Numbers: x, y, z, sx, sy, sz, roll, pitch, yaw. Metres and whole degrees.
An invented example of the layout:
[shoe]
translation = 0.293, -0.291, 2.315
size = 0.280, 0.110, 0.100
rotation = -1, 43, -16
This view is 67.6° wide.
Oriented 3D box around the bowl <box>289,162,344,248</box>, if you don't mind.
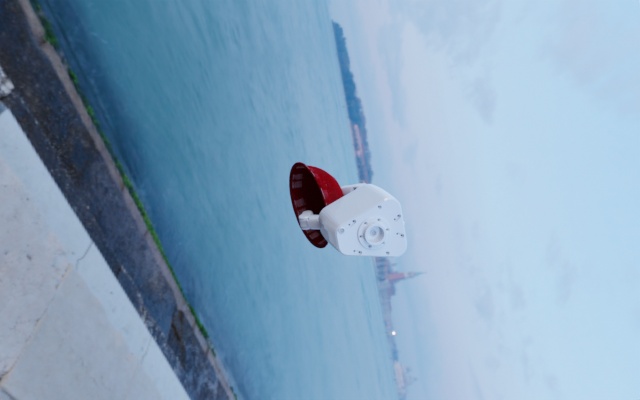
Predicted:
[bowl]
translation = 0.000, 0.002, 0.871
size = 0.055, 0.162, 0.162
rotation = -17, 7, -23
